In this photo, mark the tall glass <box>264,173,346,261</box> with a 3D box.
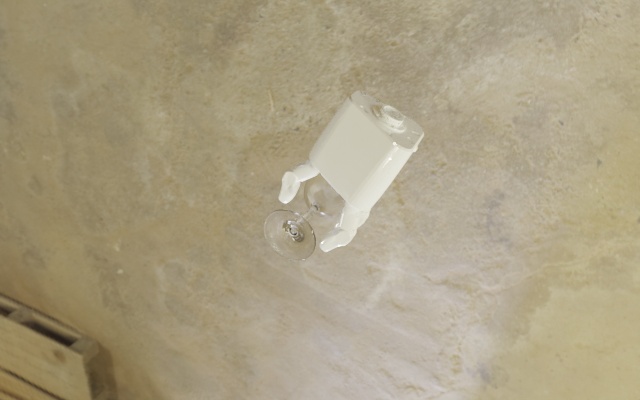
[{"bbox_3d":[0.000,0.003,0.687,0.079,0.079,0.201,0,25,26],"label":"tall glass"}]
